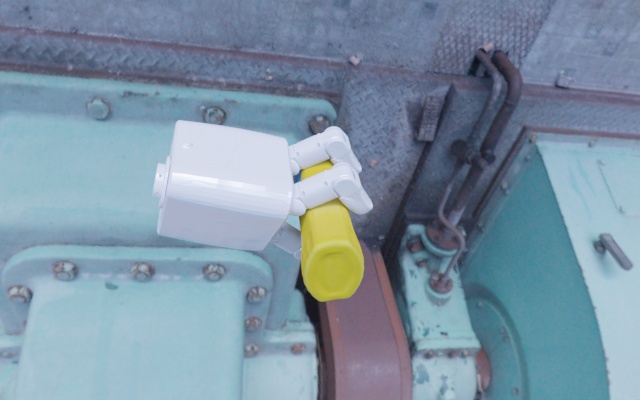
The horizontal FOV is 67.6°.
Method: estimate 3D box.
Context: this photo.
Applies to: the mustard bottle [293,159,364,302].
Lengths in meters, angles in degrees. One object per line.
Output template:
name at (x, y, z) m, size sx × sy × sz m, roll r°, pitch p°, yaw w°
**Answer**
mustard bottle at (0.000, 0.002, 0.501) m, size 0.058 × 0.191 × 0.096 m, roll -8°, pitch -44°, yaw -2°
